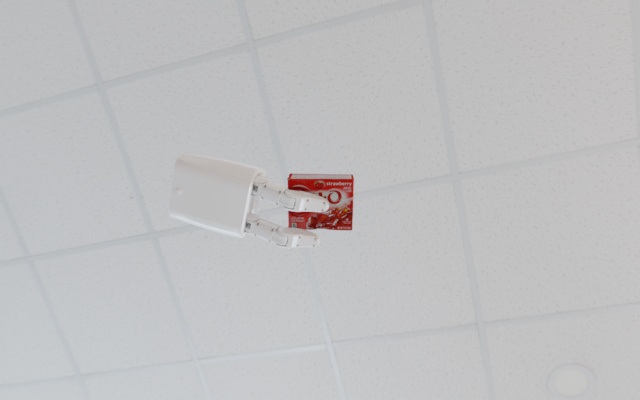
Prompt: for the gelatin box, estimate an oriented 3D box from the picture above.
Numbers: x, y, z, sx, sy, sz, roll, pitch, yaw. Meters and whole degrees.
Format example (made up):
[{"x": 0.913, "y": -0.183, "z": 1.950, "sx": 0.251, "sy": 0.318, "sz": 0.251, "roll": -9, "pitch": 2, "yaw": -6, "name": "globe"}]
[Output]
[{"x": 0.000, "y": 0.002, "z": 0.646, "sx": 0.089, "sy": 0.073, "sz": 0.030, "roll": 1, "pitch": 18, "yaw": 2, "name": "gelatin box"}]
